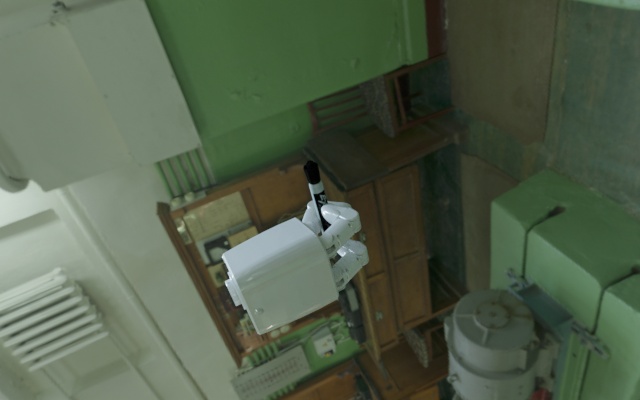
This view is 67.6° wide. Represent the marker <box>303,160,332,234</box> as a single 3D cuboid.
[{"bbox_3d":[0.000,0.002,0.613,0.020,0.121,0.020,-11,34,7],"label":"marker"}]
